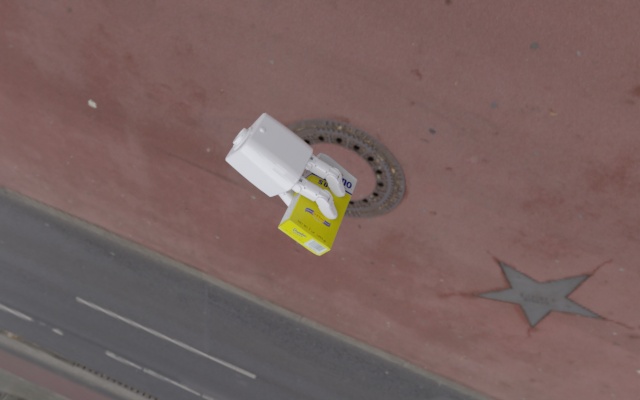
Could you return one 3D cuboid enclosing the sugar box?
[{"bbox_3d":[0.000,0.003,0.863,0.093,0.176,0.048,37,-38,-17],"label":"sugar box"}]
